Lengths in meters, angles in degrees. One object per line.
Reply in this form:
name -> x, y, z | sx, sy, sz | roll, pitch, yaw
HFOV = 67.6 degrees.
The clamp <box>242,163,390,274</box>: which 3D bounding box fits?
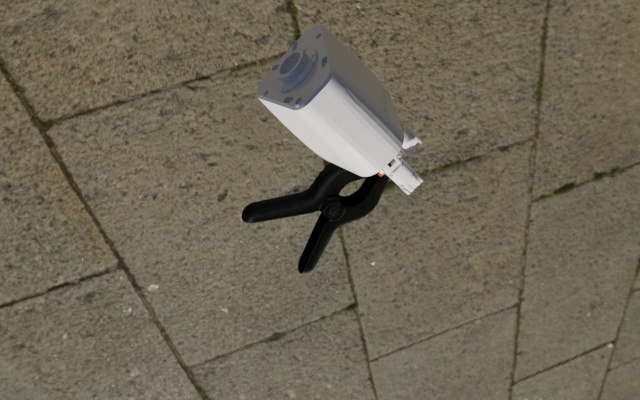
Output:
clamp -> 0.000, 0.002, 0.533 | 0.120, 0.171, 0.039 | 36, 15, -38
